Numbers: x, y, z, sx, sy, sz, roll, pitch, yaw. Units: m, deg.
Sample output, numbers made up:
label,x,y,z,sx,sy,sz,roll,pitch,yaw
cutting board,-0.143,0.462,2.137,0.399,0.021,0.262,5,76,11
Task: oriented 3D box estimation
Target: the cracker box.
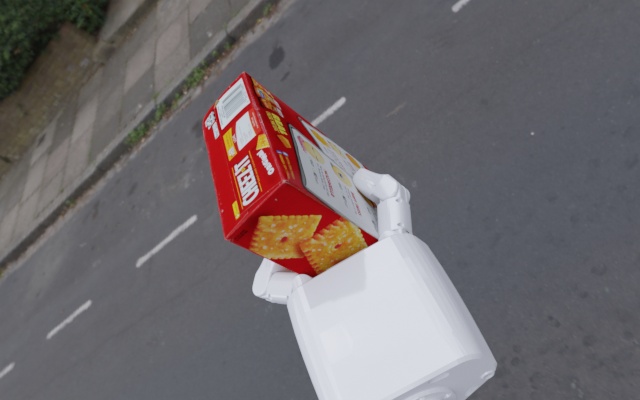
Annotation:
label,x,y,z,sx,sy,sz,roll,pitch,yaw
cracker box,0.000,0.001,0.440,0.214,0.072,0.164,33,22,-40
